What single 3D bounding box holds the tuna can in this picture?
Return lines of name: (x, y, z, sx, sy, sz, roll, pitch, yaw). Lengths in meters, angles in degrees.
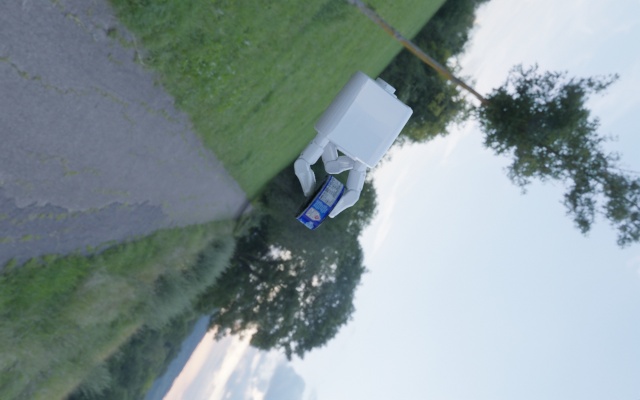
tuna can: (0.001, 0.003, 0.727, 0.034, 0.086, 0.086, 38, -6, -7)
